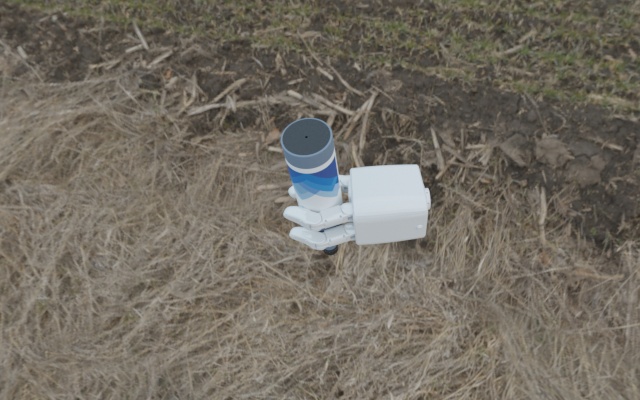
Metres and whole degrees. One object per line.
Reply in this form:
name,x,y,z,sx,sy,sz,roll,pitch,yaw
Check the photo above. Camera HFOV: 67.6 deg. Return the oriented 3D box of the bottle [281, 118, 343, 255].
bottle,0.000,0.002,0.723,0.069,0.069,0.296,0,-34,9
